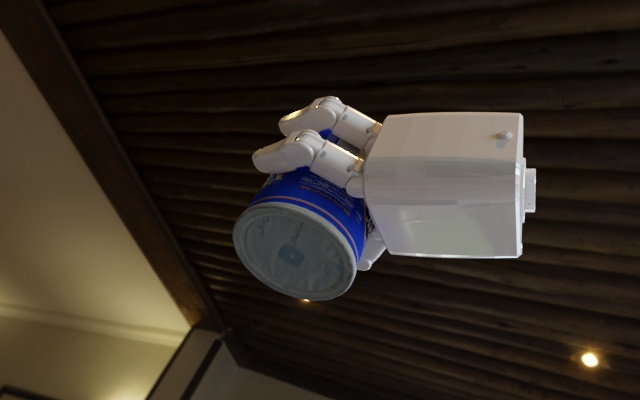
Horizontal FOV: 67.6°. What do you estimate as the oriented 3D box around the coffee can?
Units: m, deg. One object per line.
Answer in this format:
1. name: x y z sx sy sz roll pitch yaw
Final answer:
1. coffee can: 0.000 0.002 0.422 0.103 0.103 0.140 0 39 25
